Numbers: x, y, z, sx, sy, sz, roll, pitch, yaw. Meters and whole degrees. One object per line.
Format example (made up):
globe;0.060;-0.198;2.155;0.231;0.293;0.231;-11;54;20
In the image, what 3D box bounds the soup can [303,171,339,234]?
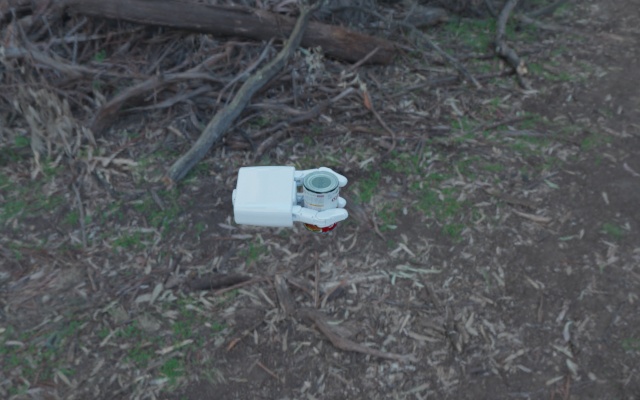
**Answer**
soup can;0.001;0.003;0.895;0.068;0.102;0.068;0;40;0
